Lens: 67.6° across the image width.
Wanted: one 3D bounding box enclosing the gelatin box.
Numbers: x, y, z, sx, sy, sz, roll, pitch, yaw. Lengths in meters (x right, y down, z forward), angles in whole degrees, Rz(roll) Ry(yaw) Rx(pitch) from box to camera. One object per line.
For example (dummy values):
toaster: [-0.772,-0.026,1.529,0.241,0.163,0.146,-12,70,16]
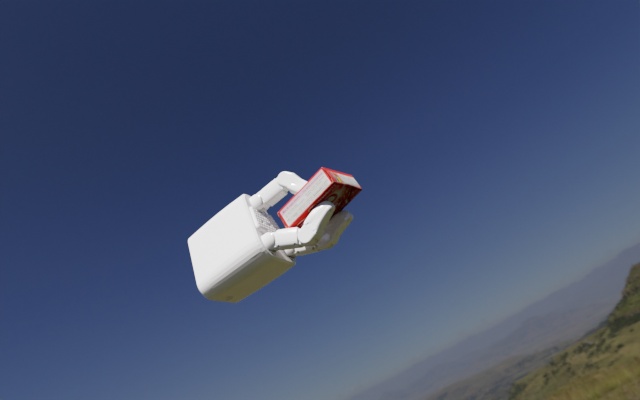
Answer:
gelatin box: [0.000,0.001,0.610,0.089,0.030,0.073,-46,-28,20]
